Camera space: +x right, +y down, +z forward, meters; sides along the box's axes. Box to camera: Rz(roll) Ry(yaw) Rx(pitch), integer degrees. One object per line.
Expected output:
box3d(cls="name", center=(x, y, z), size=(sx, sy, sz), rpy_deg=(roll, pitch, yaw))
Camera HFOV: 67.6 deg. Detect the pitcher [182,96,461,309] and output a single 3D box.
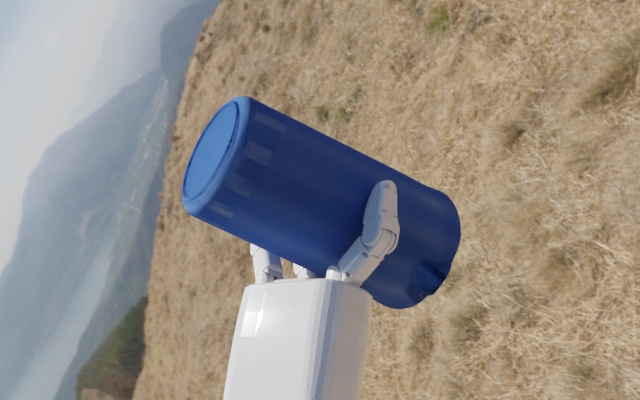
box3d(cls="pitcher", center=(0.000, 0.002, 0.453), size=(0.243, 0.145, 0.149), rpy_deg=(26, -30, -30))
